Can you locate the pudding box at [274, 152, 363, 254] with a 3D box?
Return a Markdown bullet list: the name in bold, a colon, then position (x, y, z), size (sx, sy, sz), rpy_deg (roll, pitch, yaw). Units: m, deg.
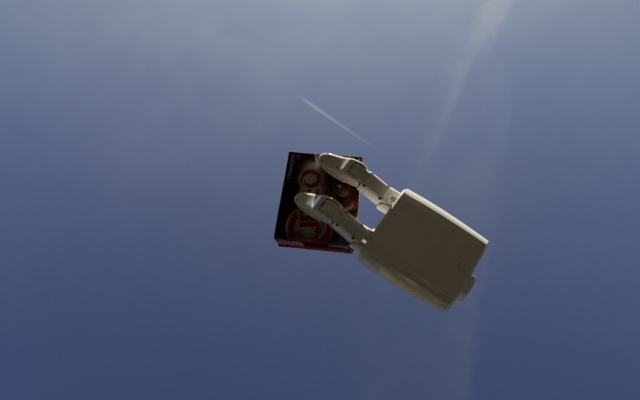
- **pudding box**: position (0.000, 0.002, 0.556), size (0.090, 0.113, 0.039), rpy_deg (5, -25, 6)
